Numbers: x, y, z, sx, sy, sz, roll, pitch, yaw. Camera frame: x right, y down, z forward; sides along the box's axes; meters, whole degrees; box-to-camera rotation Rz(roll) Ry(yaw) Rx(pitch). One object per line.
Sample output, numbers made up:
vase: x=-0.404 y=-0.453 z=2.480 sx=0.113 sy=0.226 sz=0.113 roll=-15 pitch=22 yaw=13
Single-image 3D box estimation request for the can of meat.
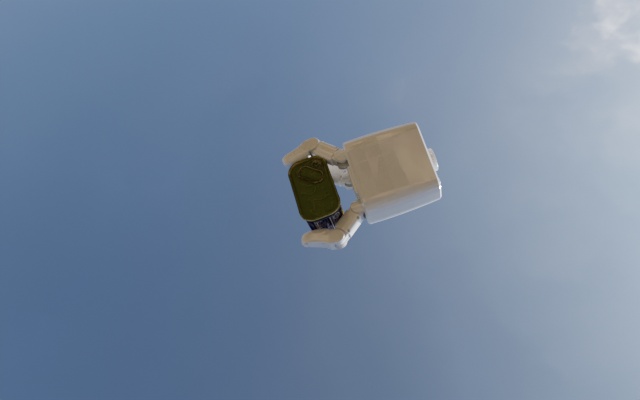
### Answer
can of meat: x=0.000 y=0.002 z=0.677 sx=0.057 sy=0.102 sz=0.084 roll=-21 pitch=-34 yaw=3
